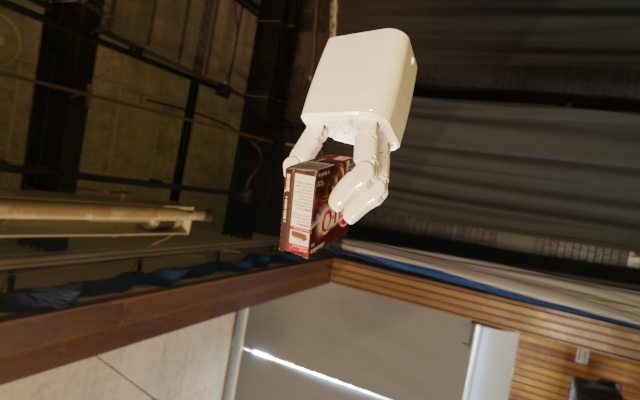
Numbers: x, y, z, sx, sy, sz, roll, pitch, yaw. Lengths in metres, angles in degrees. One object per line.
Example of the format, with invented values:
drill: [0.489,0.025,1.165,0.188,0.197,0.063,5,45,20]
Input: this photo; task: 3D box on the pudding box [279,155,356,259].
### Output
pudding box: [0.000,0.002,0.513,0.039,0.090,0.113,12,16,25]
